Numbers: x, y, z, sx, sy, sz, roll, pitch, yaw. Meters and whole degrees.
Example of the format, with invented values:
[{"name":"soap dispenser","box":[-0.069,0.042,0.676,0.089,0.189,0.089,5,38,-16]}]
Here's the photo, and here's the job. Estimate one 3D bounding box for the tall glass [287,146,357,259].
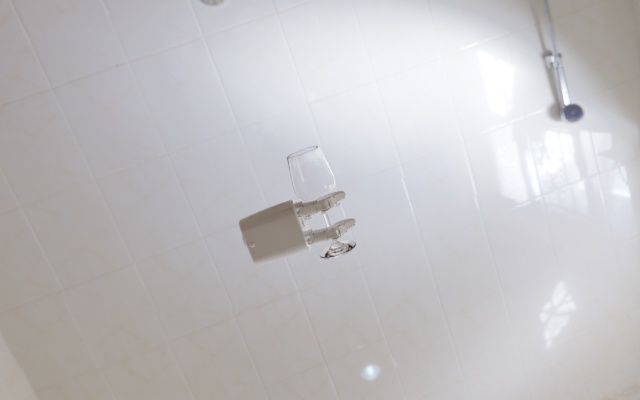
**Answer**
[{"name":"tall glass","box":[0.001,0.003,0.885,0.079,0.201,0.079,-19,13,4]}]
